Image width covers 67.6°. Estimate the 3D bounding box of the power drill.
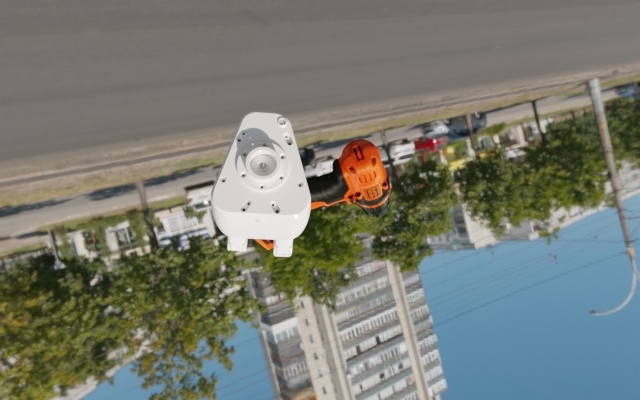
[{"bbox_3d":[0.000,0.002,0.624,0.187,0.057,0.184,-22,-26,4],"label":"power drill"}]
